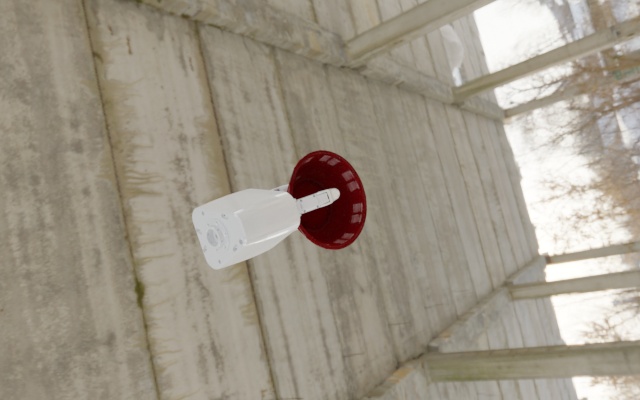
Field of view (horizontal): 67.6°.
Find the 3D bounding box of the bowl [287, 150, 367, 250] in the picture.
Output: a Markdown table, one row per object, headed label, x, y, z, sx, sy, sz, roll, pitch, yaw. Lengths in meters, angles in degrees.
| label | x | y | z | sx | sy | sz | roll | pitch | yaw |
| --- | --- | --- | --- | --- | --- | --- | --- | --- | --- |
| bowl | 0.001 | 0.003 | 0.781 | 0.162 | 0.162 | 0.055 | 0 | -10 | -39 |
